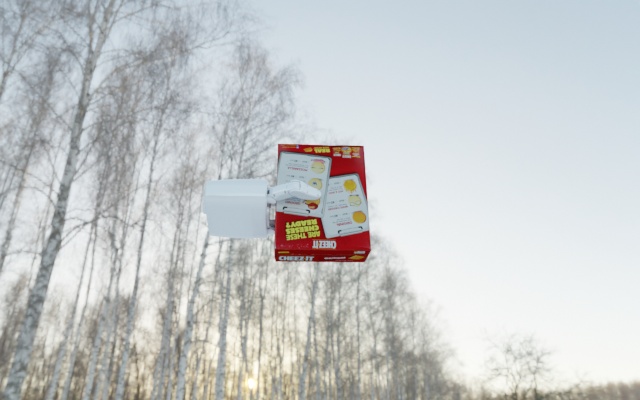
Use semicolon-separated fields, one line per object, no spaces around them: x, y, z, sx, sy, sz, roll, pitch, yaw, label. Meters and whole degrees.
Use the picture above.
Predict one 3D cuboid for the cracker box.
0.000;0.003;0.865;0.164;0.213;0.072;1;-28;-4;cracker box
